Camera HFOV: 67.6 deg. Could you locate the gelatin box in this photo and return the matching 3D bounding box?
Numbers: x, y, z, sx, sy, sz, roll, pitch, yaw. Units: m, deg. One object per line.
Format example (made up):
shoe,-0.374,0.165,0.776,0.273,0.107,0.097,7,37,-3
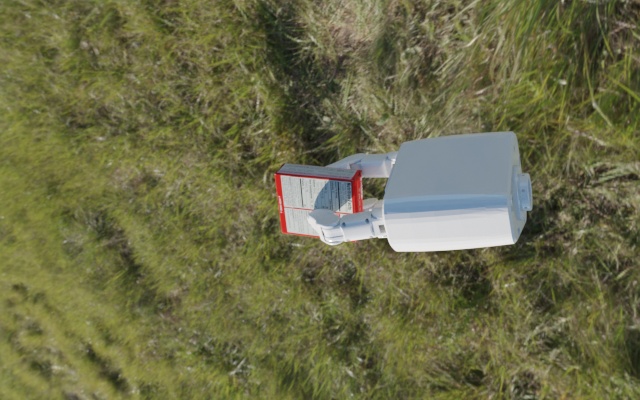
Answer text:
gelatin box,0.000,0.002,0.502,0.089,0.073,0.030,5,30,19
